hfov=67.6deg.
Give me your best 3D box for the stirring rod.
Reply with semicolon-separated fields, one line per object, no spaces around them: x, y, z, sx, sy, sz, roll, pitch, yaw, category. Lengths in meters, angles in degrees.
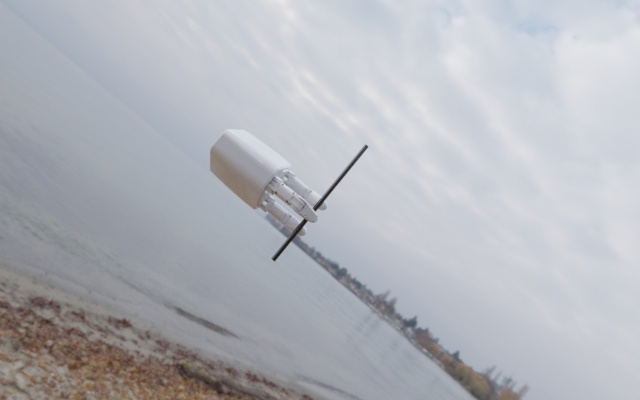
0.000;0.003;0.772;0.011;0.239;0.011;39;-6;5;stirring rod
